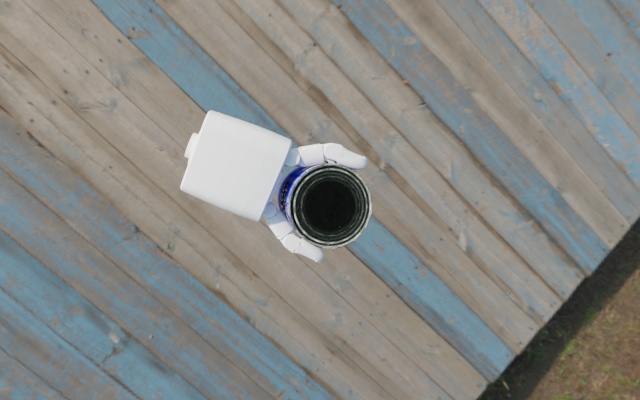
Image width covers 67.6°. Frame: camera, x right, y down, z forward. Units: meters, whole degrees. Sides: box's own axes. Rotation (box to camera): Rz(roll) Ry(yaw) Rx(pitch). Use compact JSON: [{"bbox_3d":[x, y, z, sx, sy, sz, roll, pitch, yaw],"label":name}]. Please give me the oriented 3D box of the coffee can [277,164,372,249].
[{"bbox_3d":[0.000,0.002,0.636,0.103,0.103,0.140,0,4,-11],"label":"coffee can"}]
